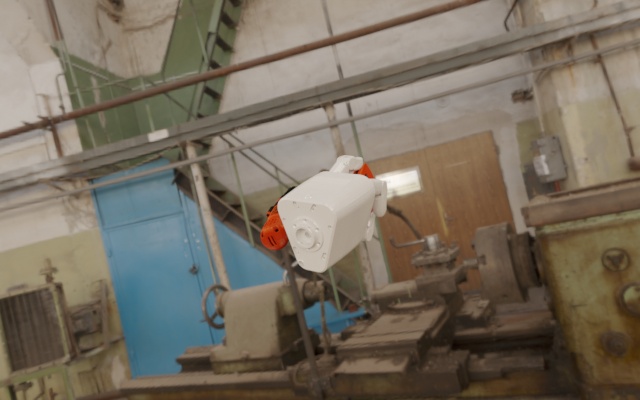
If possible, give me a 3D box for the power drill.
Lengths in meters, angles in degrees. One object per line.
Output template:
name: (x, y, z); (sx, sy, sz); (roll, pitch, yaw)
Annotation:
power drill: (0.000, 0.003, 0.804); (0.188, 0.057, 0.184); (-22, 21, 21)
